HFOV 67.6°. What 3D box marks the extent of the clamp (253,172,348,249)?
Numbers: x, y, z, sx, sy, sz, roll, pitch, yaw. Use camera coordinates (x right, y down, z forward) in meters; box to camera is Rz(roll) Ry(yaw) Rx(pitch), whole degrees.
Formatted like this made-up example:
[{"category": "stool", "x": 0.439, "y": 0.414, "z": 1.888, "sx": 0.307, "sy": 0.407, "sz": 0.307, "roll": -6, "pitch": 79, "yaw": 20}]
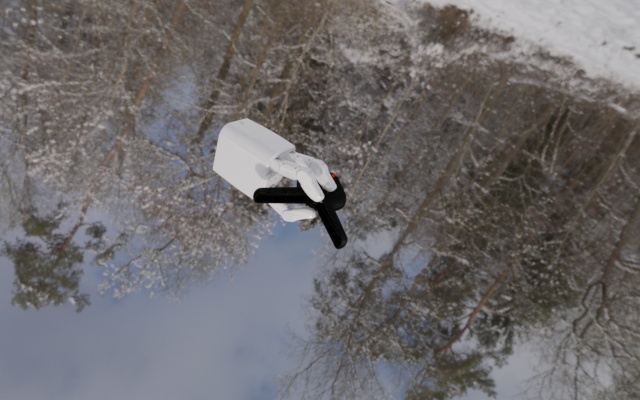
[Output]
[{"category": "clamp", "x": 0.000, "y": 0.003, "z": 0.817, "sx": 0.164, "sy": 0.036, "sz": 0.210, "roll": 33, "pitch": 27, "yaw": 10}]
